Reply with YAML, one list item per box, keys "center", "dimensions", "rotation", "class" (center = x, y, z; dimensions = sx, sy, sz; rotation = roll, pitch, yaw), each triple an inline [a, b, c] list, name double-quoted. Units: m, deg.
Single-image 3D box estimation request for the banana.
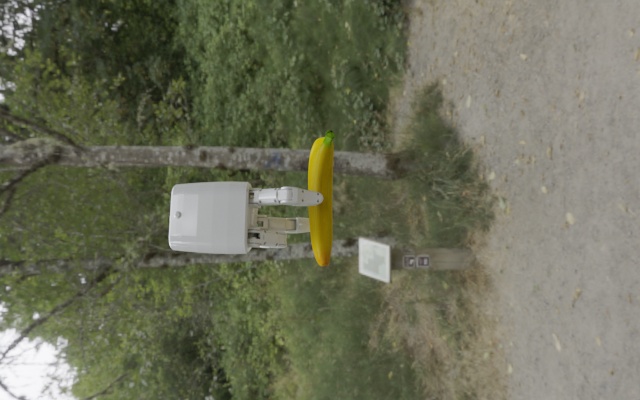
- center: [0.000, -0.006, 0.697]
  dimensions: [0.037, 0.198, 0.069]
  rotation: [0, 15, 0]
  class: "banana"
